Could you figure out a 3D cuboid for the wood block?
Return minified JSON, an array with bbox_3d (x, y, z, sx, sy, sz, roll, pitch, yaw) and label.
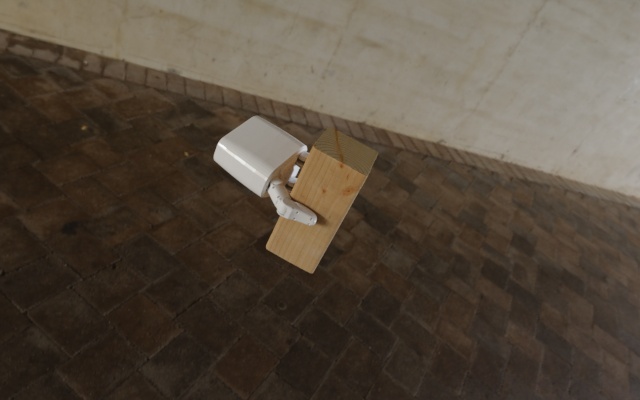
[{"bbox_3d":[0.000,0.002,0.759,0.090,0.206,0.090,29,32,2],"label":"wood block"}]
